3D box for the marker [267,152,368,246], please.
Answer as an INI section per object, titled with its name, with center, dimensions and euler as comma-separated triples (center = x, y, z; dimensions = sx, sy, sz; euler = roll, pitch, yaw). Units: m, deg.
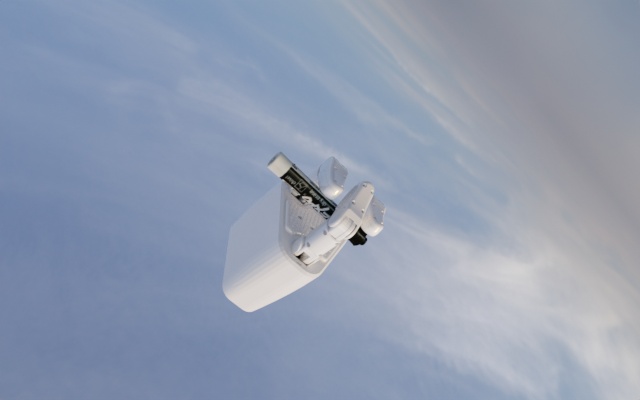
[marker]
center = 0.000, 0.001, 0.448
dimensions = 0.121, 0.020, 0.020
euler = 42, -15, -17
